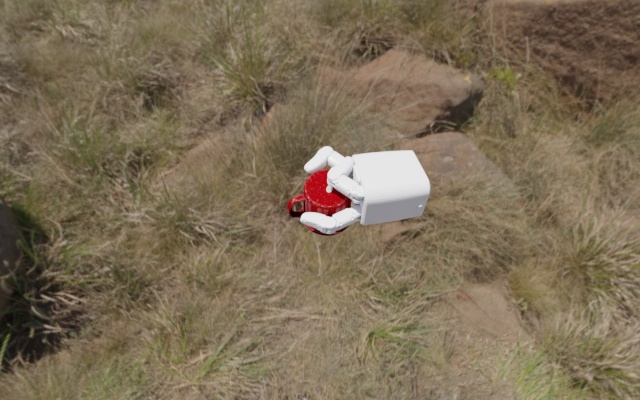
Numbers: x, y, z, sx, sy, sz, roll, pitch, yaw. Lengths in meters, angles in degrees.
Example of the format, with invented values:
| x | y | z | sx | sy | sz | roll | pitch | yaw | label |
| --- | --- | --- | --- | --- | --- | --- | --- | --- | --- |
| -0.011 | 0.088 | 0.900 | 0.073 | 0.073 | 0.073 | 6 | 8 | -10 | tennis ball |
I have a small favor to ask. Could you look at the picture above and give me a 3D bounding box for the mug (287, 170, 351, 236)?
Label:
| x | y | z | sx | sy | sz | roll | pitch | yaw | label |
| --- | --- | --- | --- | --- | --- | --- | --- | --- | --- |
| -0.001 | 0.003 | 0.821 | 0.117 | 0.093 | 0.082 | -8 | -34 | -6 | mug |
